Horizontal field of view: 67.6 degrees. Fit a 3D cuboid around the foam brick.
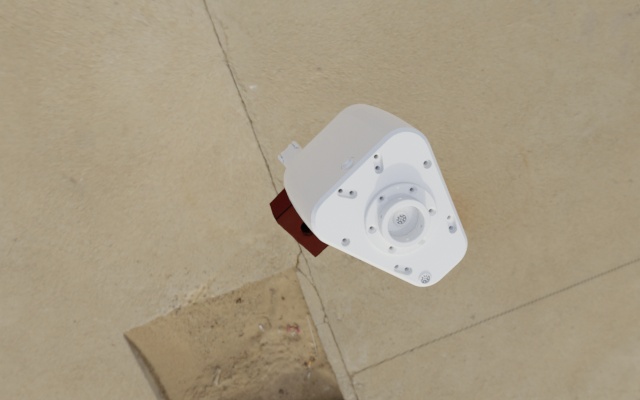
[{"bbox_3d":[0.000,0.002,0.432,0.053,0.078,0.051,45,4,-21],"label":"foam brick"}]
